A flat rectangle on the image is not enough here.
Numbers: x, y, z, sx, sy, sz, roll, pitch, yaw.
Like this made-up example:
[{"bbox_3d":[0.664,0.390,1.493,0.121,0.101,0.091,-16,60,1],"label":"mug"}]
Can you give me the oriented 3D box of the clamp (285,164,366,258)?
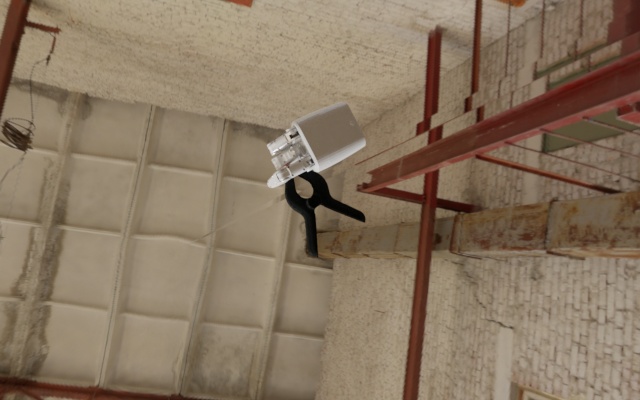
[{"bbox_3d":[0.000,0.003,0.859,0.120,0.171,0.039,-27,3,-13],"label":"clamp"}]
